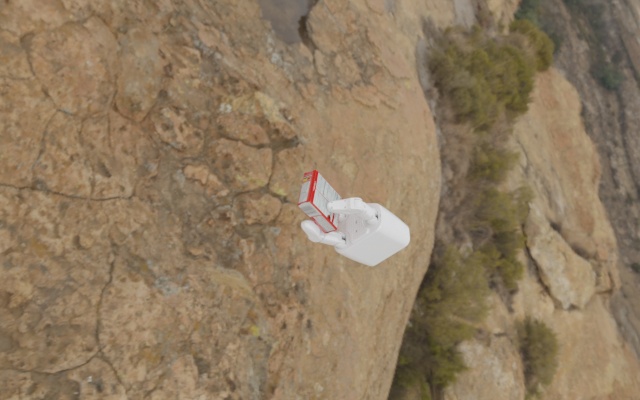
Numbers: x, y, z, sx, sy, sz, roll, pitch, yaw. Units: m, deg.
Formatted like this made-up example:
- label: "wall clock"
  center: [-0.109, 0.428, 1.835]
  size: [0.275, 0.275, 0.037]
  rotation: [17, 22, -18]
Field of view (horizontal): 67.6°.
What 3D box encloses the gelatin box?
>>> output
- label: "gelatin box"
  center: [0.000, 0.002, 0.828]
  size: [0.030, 0.073, 0.089]
  rotation: [-17, -45, 30]
